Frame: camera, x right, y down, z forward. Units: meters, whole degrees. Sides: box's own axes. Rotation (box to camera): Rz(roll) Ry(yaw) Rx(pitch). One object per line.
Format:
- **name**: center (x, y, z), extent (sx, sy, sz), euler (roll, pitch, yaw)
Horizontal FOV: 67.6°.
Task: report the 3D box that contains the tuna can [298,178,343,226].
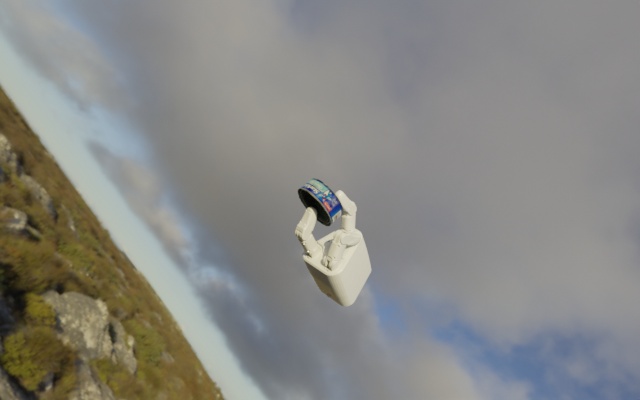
- **tuna can**: center (0.001, 0.002, 0.850), extent (0.033, 0.086, 0.086), euler (-41, 15, -18)
